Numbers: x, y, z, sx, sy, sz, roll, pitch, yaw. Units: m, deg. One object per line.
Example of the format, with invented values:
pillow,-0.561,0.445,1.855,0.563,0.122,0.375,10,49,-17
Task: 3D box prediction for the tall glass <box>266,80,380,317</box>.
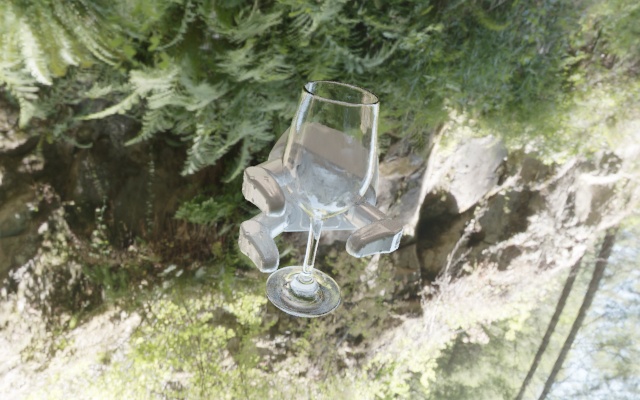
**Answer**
tall glass,0.000,0.002,0.421,0.079,0.201,0.079,9,28,-5
